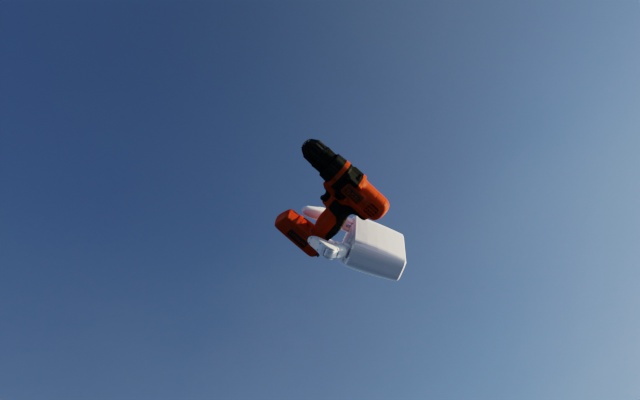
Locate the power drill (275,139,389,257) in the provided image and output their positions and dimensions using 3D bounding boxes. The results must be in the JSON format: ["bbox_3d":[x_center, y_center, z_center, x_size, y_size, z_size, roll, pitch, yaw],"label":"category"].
[{"bbox_3d":[0.000,0.003,0.851,0.188,0.184,0.057,-44,7,34],"label":"power drill"}]
